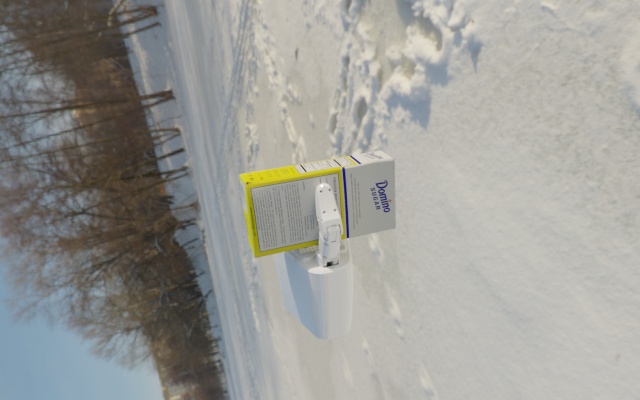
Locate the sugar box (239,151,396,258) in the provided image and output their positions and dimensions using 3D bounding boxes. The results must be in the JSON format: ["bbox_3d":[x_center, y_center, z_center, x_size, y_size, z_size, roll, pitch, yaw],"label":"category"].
[{"bbox_3d":[0.000,0.002,0.561,0.176,0.093,0.048,-11,24,-16],"label":"sugar box"}]
